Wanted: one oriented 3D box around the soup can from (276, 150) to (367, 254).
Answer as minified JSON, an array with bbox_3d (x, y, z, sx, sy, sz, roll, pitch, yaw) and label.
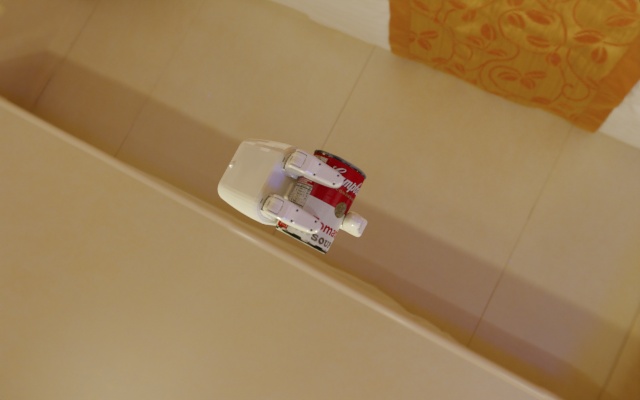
[{"bbox_3d":[0.000,0.002,0.551,0.068,0.102,0.068,27,-6,3],"label":"soup can"}]
